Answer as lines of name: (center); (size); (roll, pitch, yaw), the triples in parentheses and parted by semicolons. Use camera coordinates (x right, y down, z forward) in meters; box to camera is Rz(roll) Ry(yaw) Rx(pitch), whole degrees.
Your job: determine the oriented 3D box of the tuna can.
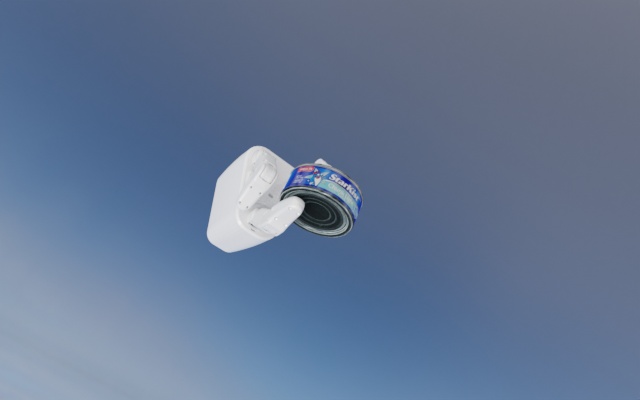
tuna can: (0.000, 0.002, 0.508); (0.086, 0.033, 0.086); (17, -35, 12)
